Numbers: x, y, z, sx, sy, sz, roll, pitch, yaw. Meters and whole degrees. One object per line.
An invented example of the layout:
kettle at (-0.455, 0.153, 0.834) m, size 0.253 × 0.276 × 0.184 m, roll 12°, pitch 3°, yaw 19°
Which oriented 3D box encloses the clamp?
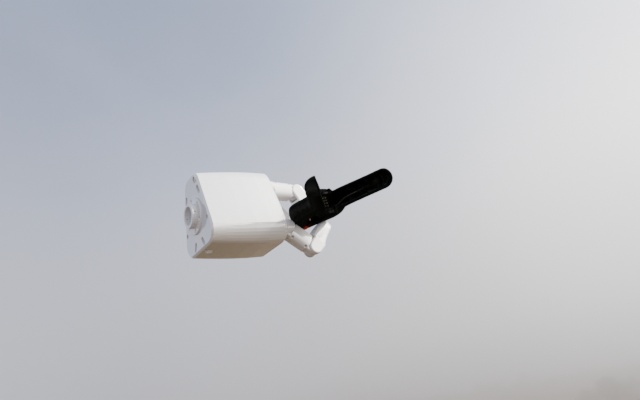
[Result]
clamp at (0.000, 0.002, 0.623) m, size 0.120 × 0.039 × 0.171 m, roll 2°, pitch -25°, yaw -36°
